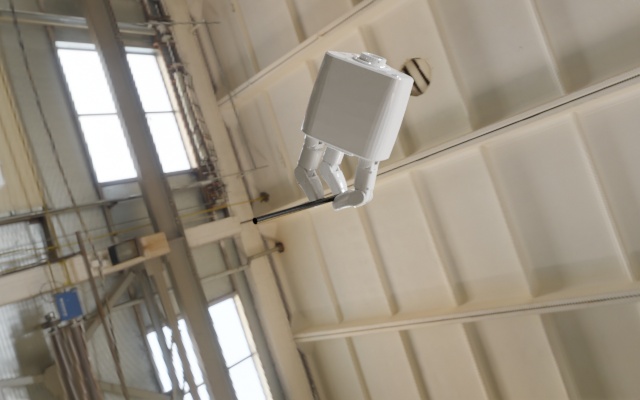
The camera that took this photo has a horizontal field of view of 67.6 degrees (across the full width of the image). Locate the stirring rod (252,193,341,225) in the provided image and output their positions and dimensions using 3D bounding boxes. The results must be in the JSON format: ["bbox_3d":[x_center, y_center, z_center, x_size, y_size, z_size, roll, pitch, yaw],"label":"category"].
[{"bbox_3d":[0.000,0.002,0.627,0.011,0.011,0.239,0,10,38],"label":"stirring rod"}]
